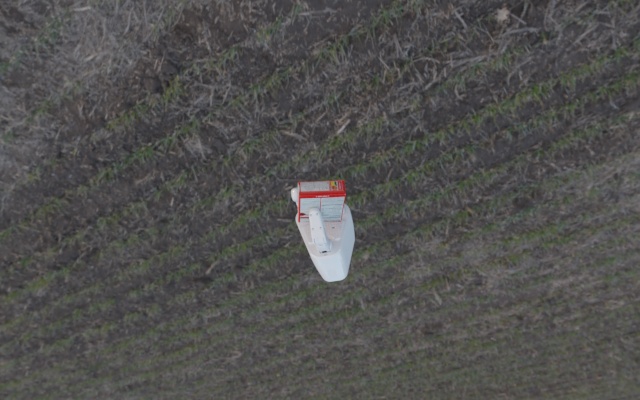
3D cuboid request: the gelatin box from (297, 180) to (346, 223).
[{"bbox_3d":[0.000,0.003,0.766,0.073,0.030,0.089,-2,-31,-4],"label":"gelatin box"}]
